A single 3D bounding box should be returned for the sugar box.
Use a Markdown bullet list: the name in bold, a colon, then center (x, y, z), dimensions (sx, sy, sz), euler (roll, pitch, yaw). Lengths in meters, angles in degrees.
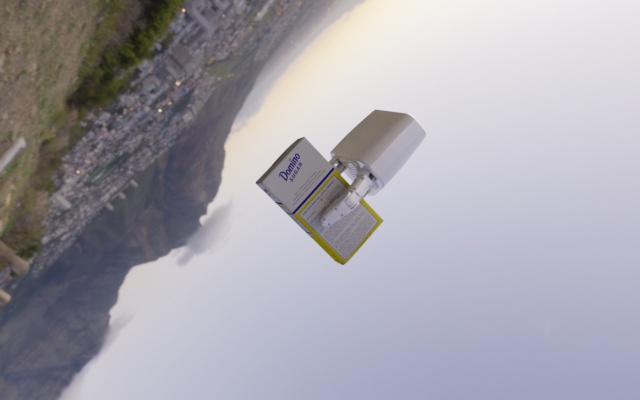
- **sugar box**: center (0.000, 0.002, 0.696), dimensions (0.176, 0.093, 0.048), euler (46, -14, -14)
